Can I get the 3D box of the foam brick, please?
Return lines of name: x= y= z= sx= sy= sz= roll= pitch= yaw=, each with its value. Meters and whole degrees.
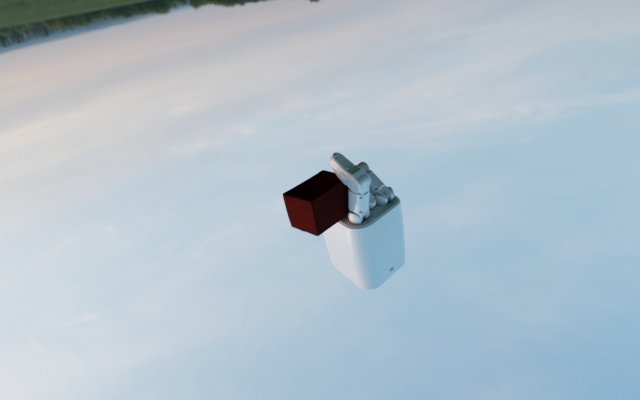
foam brick: x=0.000 y=0.002 z=0.617 sx=0.053 sy=0.051 sz=0.078 roll=17 pitch=38 yaw=42
